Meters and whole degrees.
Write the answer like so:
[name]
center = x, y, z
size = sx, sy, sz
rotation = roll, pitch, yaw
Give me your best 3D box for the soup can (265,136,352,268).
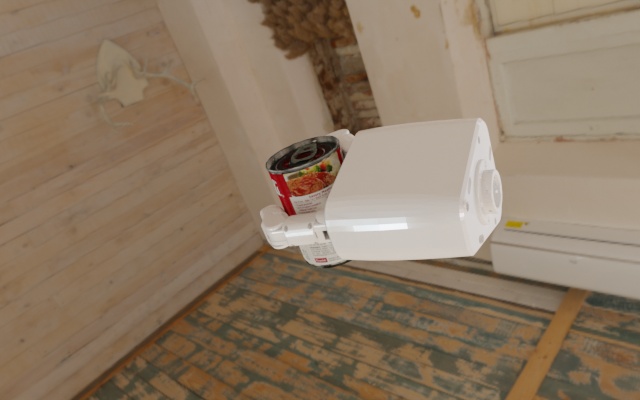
[soup can]
center = 0.000, 0.002, 0.434
size = 0.068, 0.102, 0.068
rotation = -17, 24, 8
